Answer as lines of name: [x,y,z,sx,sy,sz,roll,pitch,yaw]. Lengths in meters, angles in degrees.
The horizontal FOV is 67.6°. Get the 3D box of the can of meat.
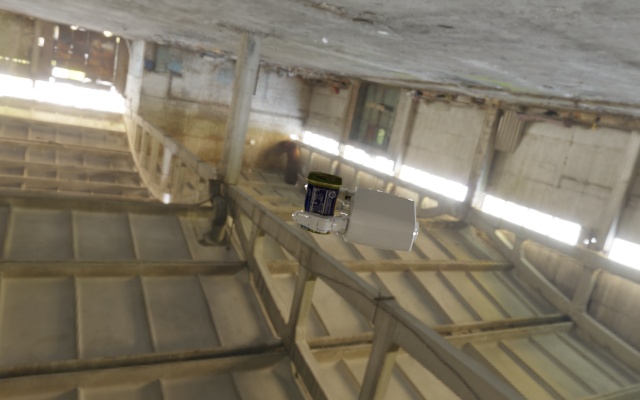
can of meat: [0.000,0.003,0.793,0.057,0.084,0.102,11,12,0]
